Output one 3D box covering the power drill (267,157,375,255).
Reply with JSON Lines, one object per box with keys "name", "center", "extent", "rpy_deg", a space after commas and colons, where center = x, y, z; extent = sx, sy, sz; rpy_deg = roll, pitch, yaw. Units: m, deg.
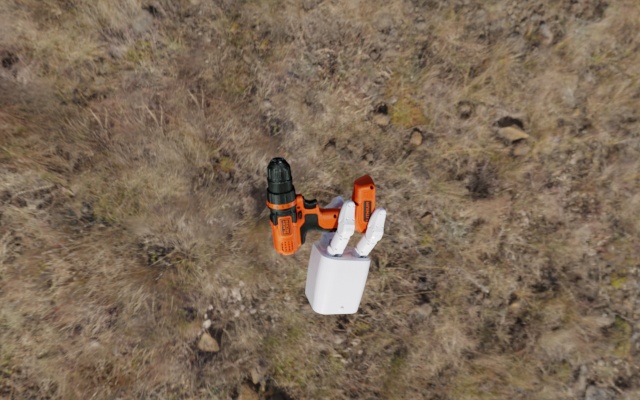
{"name": "power drill", "center": [0.001, 0.003, 0.840], "extent": [0.187, 0.184, 0.057], "rpy_deg": [-6, 30, -6]}
